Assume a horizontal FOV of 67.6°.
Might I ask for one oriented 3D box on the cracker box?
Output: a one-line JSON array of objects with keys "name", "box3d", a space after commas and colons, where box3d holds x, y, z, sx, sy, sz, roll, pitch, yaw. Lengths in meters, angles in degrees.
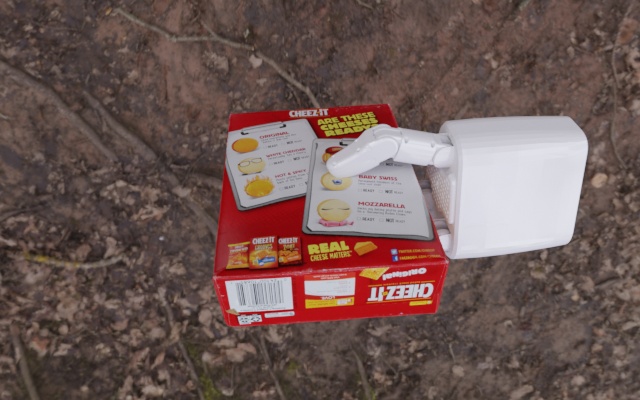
[{"name": "cracker box", "box3d": [0.000, 0.001, 0.420, 0.164, 0.072, 0.213, -4, 41, -3]}]
